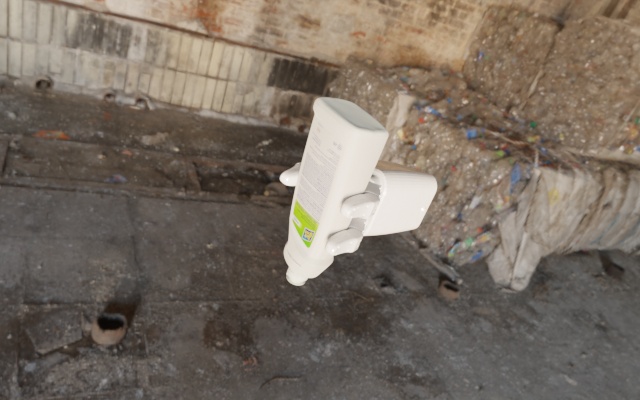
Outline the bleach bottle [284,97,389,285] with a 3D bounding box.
[{"bbox_3d":[0.000,0.002,0.621,0.068,0.251,0.102,-1,35,-35],"label":"bleach bottle"}]
